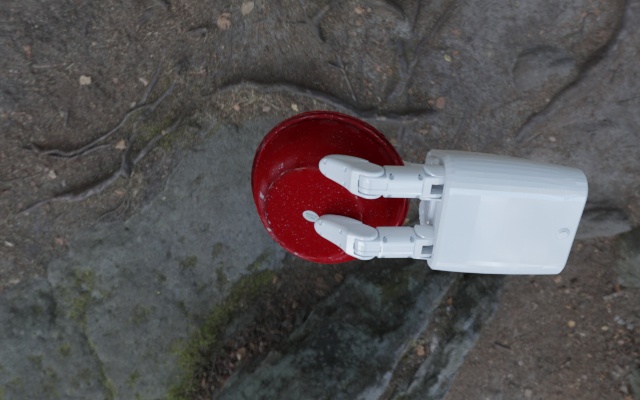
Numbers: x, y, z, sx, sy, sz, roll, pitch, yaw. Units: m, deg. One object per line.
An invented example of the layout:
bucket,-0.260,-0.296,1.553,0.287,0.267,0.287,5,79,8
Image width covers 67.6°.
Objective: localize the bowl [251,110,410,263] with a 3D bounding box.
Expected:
bowl,-0.001,0.002,0.447,0.162,0.162,0.055,0,25,17
